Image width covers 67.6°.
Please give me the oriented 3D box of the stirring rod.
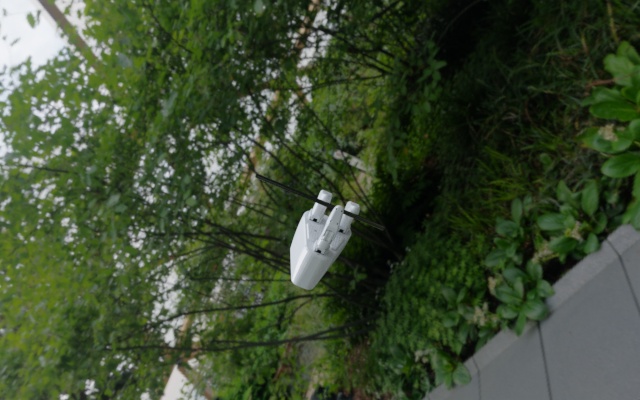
[{"bbox_3d":[0.000,0.003,0.828,0.239,0.011,0.011,23,-2,-4],"label":"stirring rod"}]
